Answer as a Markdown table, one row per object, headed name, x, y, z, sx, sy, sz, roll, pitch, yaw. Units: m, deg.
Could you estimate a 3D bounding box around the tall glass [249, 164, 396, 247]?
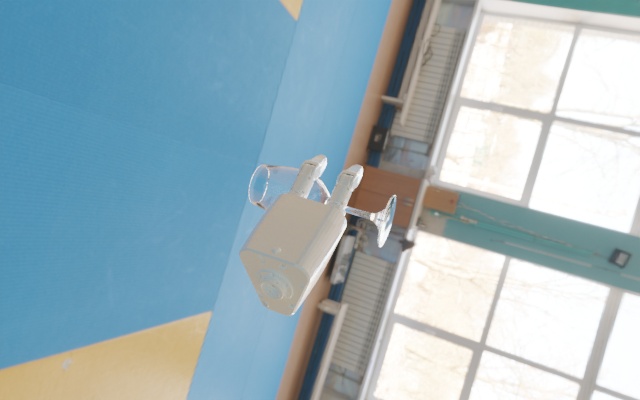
| name | x | y | z | sx | sy | sz | roll | pitch | yaw |
| --- | --- | --- | --- | --- | --- | --- | --- | --- | --- |
| tall glass | 0.001 | 0.002 | 0.678 | 0.201 | 0.079 | 0.079 | 16 | 5 | 18 |
